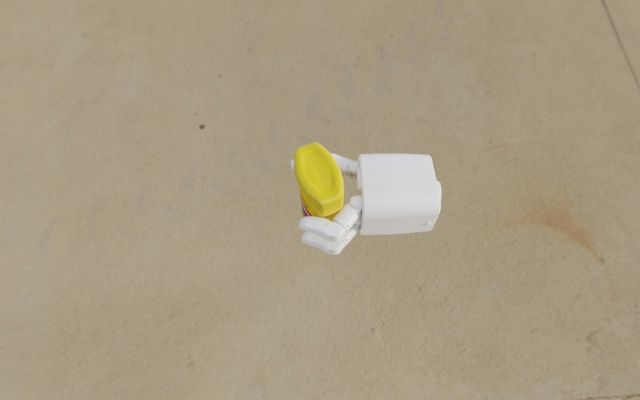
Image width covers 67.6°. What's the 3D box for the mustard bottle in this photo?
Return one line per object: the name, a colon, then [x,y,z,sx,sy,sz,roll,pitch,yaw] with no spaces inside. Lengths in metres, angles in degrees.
mustard bottle: [0.000,0.002,0.707,0.058,0.096,0.192,-23,-24,-9]
